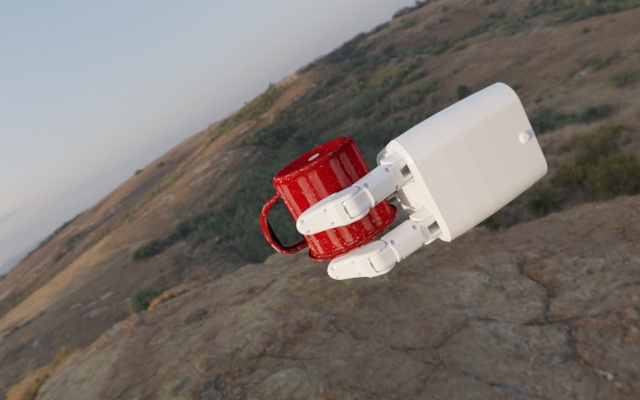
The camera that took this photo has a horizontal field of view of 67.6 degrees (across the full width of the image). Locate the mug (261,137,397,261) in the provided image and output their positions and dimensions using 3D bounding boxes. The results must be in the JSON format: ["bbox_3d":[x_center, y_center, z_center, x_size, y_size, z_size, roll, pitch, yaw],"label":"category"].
[{"bbox_3d":[-0.001,0.002,0.432,0.117,0.081,0.093,-31,13,-6],"label":"mug"}]
